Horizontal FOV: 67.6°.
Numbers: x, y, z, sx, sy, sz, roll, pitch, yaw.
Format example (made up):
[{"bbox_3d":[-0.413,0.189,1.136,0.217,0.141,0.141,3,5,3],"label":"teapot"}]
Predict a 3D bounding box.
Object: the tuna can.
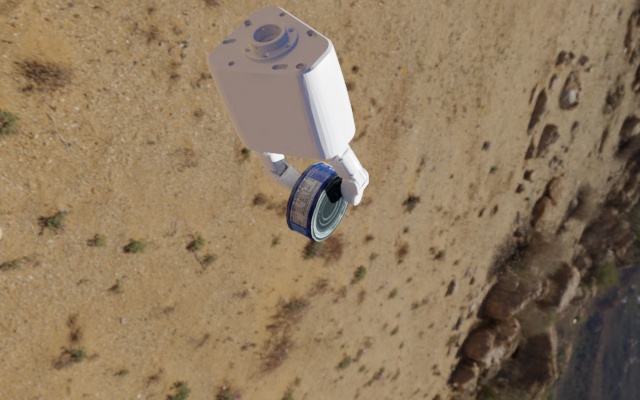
[{"bbox_3d":[0.001,0.002,0.535,0.033,0.086,0.086,25,11,25],"label":"tuna can"}]
